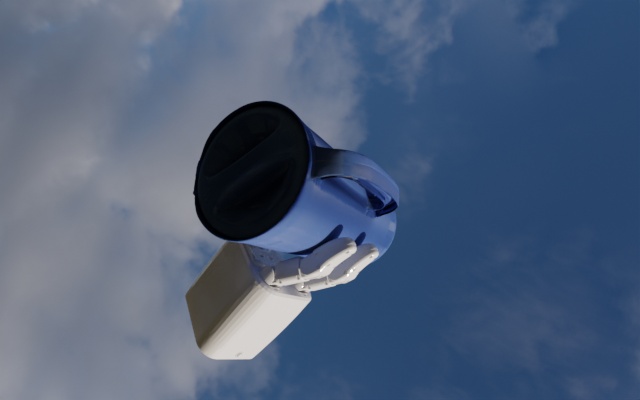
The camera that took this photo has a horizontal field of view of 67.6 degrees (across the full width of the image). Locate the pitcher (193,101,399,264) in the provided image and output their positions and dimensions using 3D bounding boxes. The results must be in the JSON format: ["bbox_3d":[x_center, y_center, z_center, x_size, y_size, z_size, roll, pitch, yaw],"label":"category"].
[{"bbox_3d":[0.000,0.002,0.516,0.149,0.145,0.243,46,11,33],"label":"pitcher"}]
